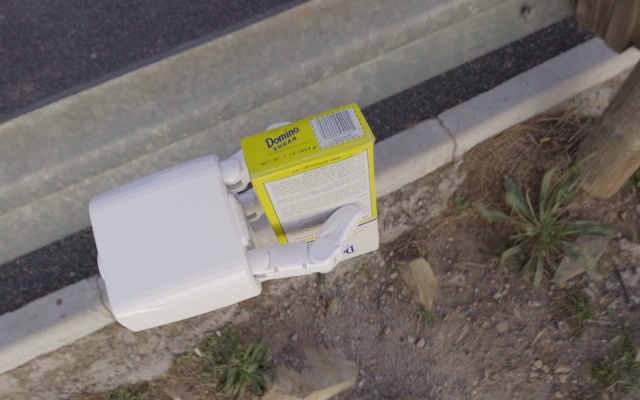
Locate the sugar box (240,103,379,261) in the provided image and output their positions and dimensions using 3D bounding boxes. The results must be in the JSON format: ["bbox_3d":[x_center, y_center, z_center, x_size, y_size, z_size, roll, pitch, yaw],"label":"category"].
[{"bbox_3d":[0.000,0.001,0.413,0.093,0.048,0.176,-17,-29,-3],"label":"sugar box"}]
